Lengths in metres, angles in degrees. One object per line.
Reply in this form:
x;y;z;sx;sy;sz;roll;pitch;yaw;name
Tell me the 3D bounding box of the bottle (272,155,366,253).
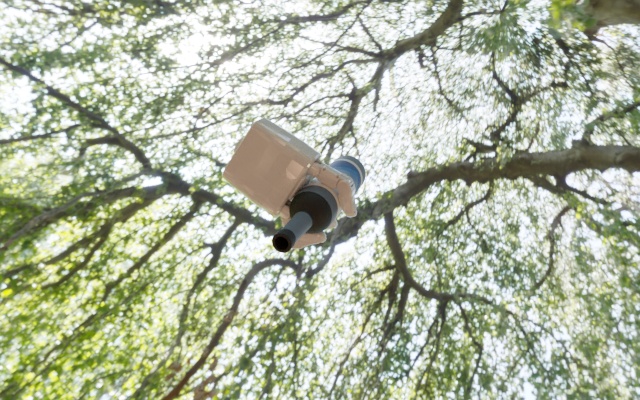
0.000;0.002;0.722;0.069;0.069;0.295;0;20;21;bottle
